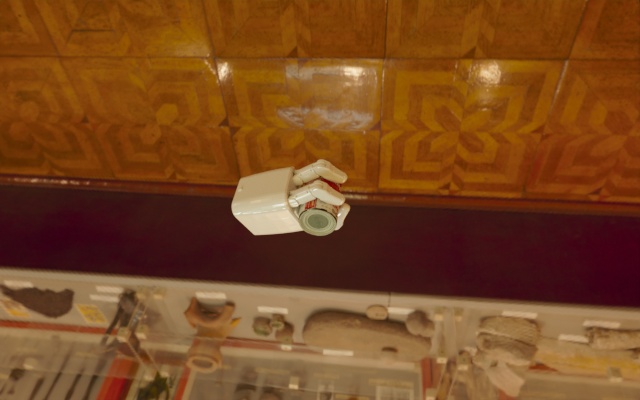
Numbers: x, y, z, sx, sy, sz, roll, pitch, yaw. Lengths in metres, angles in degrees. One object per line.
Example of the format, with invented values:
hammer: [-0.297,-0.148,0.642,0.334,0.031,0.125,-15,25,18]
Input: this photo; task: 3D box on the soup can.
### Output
soup can: [0.001,0.003,0.841,0.068,0.069,0.102,0,44,9]
